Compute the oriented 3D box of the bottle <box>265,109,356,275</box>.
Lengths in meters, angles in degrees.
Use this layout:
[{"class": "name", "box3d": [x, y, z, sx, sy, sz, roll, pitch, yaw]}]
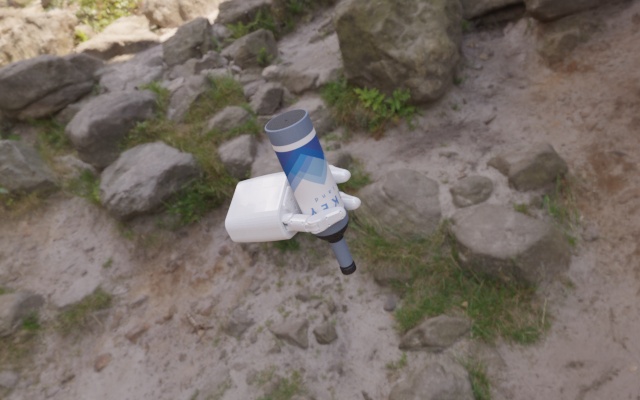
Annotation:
[{"class": "bottle", "box3d": [0.000, 0.002, 0.756, 0.069, 0.296, 0.069, -17, 30, 10]}]
